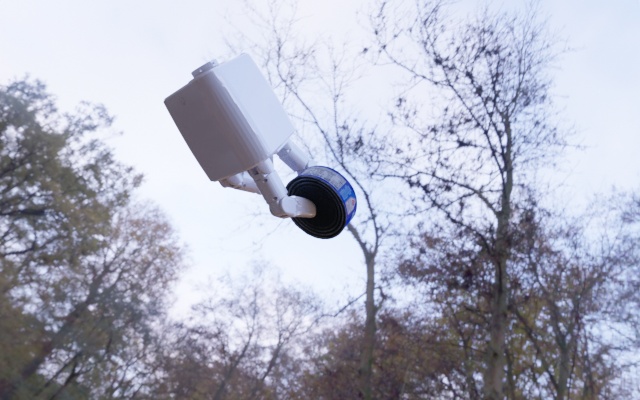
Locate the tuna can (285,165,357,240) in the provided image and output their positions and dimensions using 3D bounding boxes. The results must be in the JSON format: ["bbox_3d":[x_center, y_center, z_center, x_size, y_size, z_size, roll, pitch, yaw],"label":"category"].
[{"bbox_3d":[0.000,0.002,0.572,0.086,0.086,0.033,0,29,35],"label":"tuna can"}]
